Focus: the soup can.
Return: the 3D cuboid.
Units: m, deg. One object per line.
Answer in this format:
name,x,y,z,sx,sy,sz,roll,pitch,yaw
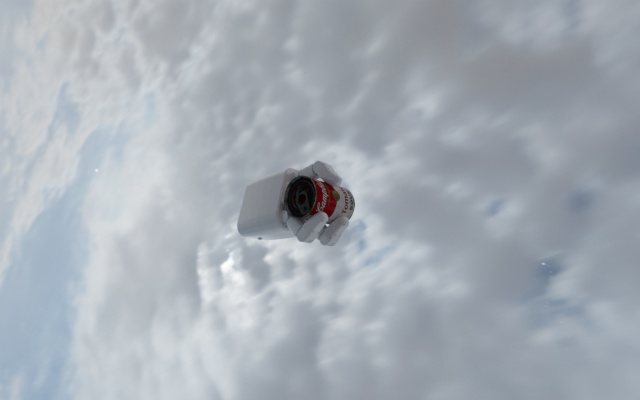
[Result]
soup can,0.001,0.002,0.774,0.068,0.068,0.102,0,-9,41
